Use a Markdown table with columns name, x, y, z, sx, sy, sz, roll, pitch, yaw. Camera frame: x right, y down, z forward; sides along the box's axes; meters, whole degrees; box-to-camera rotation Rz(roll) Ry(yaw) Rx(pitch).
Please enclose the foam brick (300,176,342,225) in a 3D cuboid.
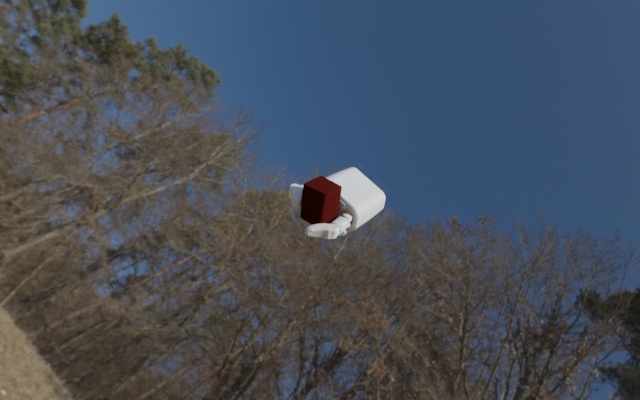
| name | x | y | z | sx | sy | sz | roll | pitch | yaw |
| --- | --- | --- | --- | --- | --- | --- | --- | --- | --- |
| foam brick | 0.000 | 0.003 | 0.888 | 0.053 | 0.078 | 0.051 | 30 | 39 | 30 |
